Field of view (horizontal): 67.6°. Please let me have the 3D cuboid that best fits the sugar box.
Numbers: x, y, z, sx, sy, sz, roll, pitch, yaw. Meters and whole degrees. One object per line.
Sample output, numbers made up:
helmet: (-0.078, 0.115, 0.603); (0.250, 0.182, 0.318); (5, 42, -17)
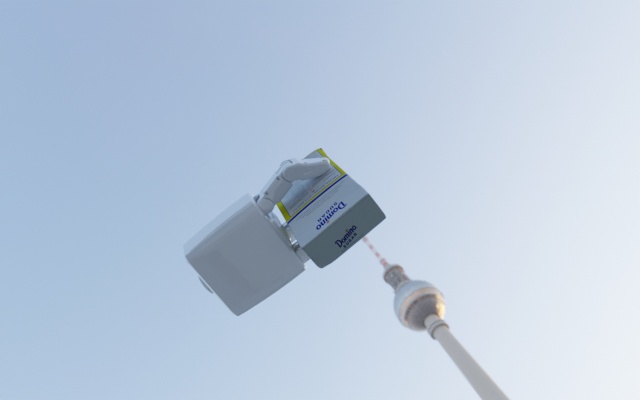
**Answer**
sugar box: (0.000, 0.002, 0.575); (0.093, 0.048, 0.176); (-39, 31, 1)
